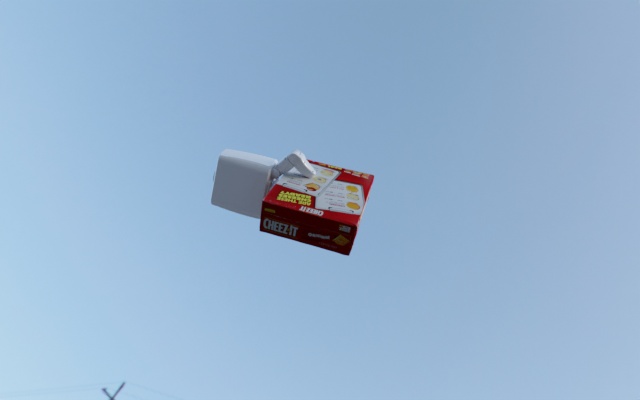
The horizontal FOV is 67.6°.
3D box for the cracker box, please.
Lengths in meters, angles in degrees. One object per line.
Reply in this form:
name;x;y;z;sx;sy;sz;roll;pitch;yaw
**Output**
cracker box;0.000;0.003;0.878;0.164;0.072;0.213;14;29;8
